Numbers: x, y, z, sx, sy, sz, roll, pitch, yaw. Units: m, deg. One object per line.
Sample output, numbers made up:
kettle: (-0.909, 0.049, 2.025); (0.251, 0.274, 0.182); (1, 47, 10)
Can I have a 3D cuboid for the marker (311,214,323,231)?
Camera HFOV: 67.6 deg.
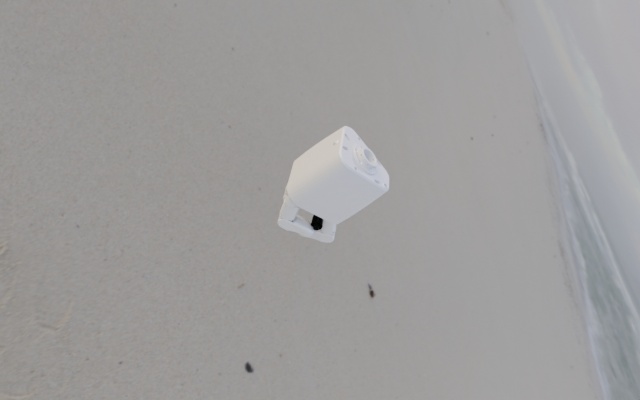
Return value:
marker: (0.000, 0.003, 0.775); (0.020, 0.020, 0.121); (0, 42, 9)
